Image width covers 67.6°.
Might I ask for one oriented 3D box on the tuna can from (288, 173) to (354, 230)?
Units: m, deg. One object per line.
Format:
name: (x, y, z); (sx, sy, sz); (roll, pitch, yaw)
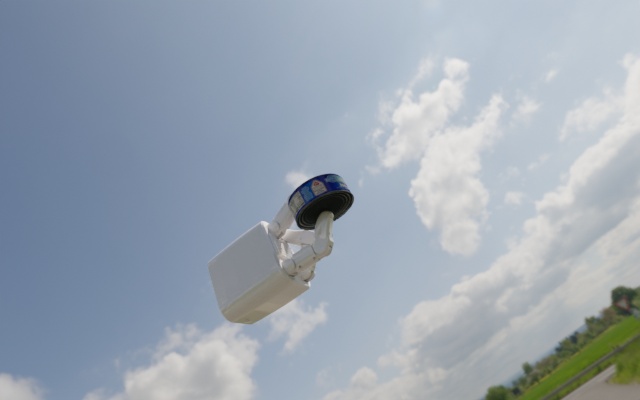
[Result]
tuna can: (0.000, 0.002, 0.648); (0.086, 0.033, 0.086); (-22, -28, -12)
